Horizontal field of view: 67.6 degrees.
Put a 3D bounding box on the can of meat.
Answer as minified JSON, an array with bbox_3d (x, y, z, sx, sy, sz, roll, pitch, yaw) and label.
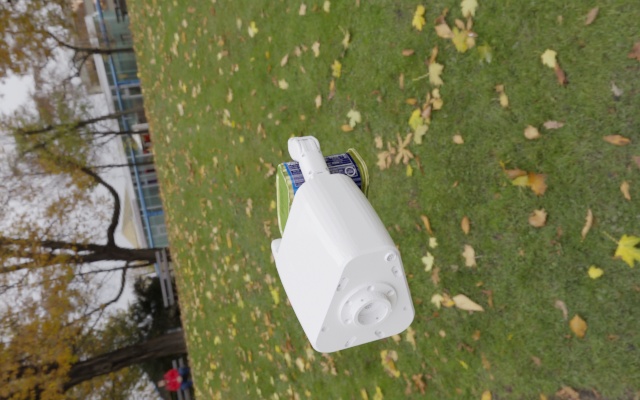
[{"bbox_3d":[0.000,0.002,0.509,0.084,0.102,0.057,-11,40,-15],"label":"can of meat"}]
